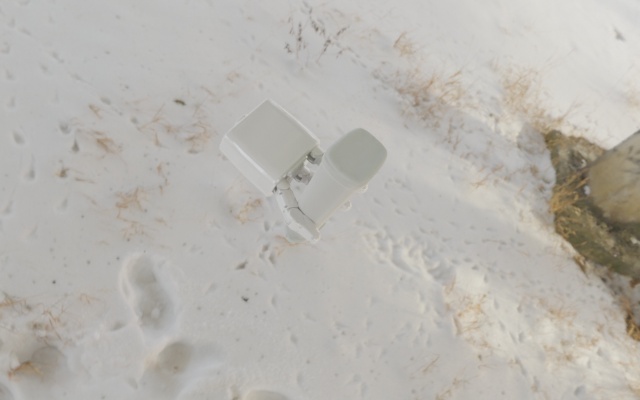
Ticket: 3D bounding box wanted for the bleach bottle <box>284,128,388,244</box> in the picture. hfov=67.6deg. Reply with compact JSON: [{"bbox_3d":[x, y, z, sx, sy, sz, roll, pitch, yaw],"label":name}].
[{"bbox_3d":[0.000,0.002,0.710,0.102,0.068,0.251,-44,-4,-40],"label":"bleach bottle"}]
